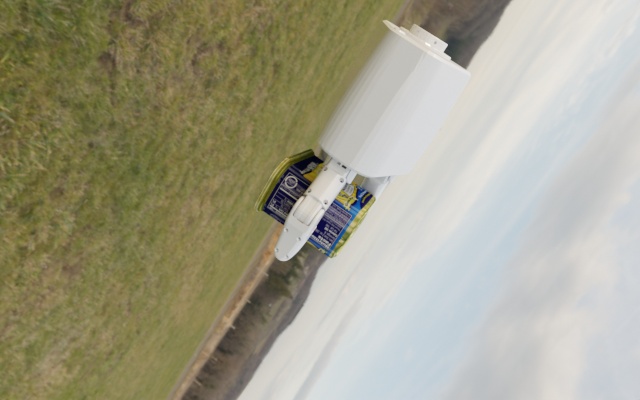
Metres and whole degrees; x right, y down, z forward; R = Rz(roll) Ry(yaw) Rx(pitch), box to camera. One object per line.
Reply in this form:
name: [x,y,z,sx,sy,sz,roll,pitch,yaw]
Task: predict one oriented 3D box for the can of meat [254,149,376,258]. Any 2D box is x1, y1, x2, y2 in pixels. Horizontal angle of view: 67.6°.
can of meat: [0.000,0.002,0.446,0.084,0.057,0.102,34,19,6]
